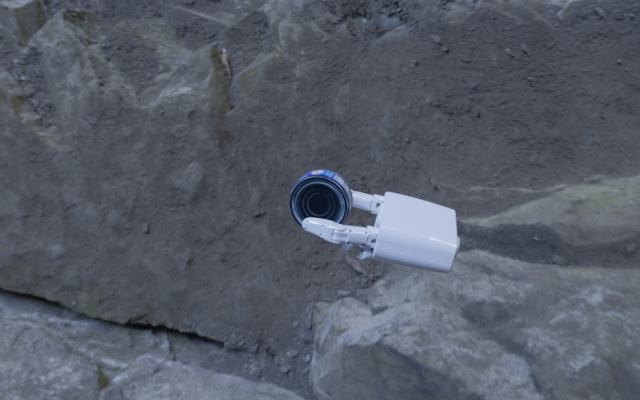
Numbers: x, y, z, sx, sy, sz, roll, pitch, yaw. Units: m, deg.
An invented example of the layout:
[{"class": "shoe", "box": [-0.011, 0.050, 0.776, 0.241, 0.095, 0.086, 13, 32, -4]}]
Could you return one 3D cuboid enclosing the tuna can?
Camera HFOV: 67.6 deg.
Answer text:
[{"class": "tuna can", "box": [0.000, 0.002, 0.659, 0.086, 0.086, 0.033, 0, 17, 12]}]
